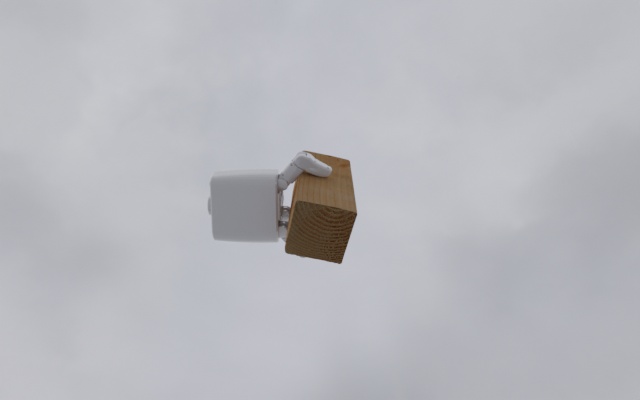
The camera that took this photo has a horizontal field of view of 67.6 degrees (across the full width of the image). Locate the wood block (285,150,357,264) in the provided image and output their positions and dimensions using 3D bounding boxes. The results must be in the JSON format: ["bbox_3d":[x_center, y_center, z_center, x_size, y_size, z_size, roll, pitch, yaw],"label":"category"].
[{"bbox_3d":[0.000,0.002,0.771,0.090,0.091,0.206,12,26,-6],"label":"wood block"}]
